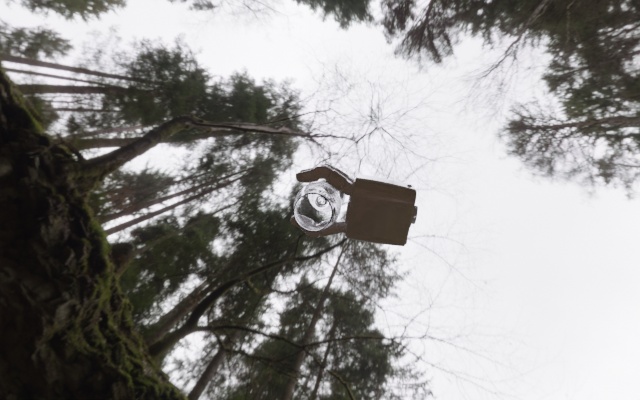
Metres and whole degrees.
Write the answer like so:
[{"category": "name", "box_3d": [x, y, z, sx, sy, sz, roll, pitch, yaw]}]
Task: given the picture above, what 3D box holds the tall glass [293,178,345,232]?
[{"category": "tall glass", "box_3d": [0.000, 0.003, 0.832, 0.079, 0.079, 0.201, 0, 9, 7]}]
